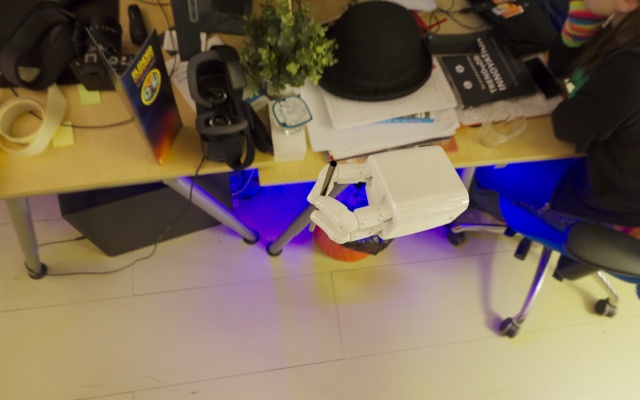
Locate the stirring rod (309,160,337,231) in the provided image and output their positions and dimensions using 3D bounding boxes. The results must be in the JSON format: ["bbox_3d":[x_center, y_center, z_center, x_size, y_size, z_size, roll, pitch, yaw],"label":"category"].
[{"bbox_3d":[0.000,0.002,0.632,0.011,0.011,0.240,0,-21,-7],"label":"stirring rod"}]
